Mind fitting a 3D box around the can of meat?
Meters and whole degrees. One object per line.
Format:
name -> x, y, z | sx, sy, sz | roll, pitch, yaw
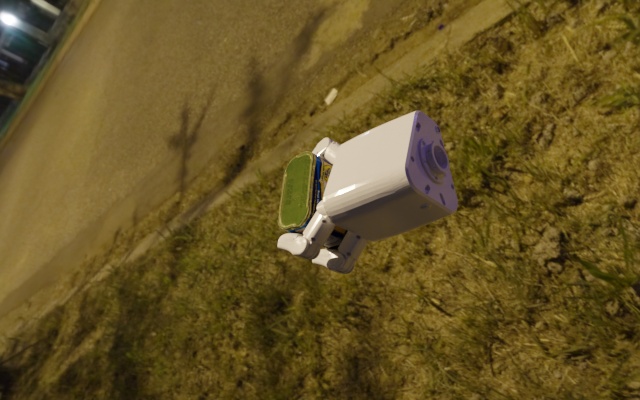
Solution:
can of meat -> 0.000, 0.002, 0.574 | 0.057, 0.102, 0.084 | -20, -34, 41
